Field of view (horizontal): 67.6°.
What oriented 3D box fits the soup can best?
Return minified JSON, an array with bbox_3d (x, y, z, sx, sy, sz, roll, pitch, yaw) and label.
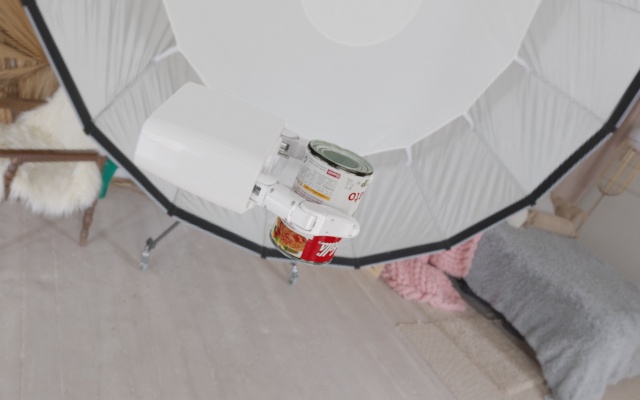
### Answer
[{"bbox_3d":[0.001,0.001,0.458,0.068,0.102,0.068,21,21,-8],"label":"soup can"}]
